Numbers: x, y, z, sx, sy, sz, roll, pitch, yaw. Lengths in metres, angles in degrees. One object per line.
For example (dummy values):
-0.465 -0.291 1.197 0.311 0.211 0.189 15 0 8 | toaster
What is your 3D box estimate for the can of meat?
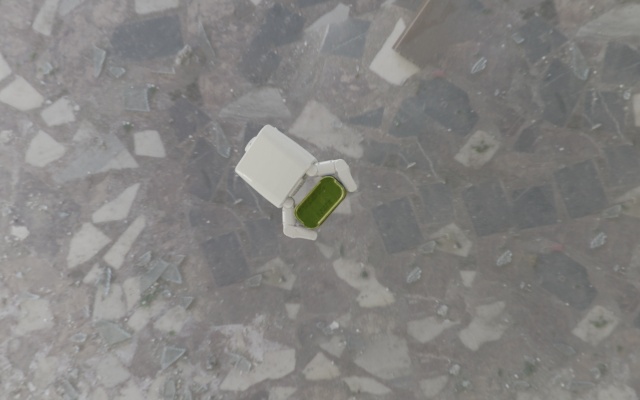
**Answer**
0.000 0.003 0.851 0.057 0.102 0.084 41 3 2 | can of meat
